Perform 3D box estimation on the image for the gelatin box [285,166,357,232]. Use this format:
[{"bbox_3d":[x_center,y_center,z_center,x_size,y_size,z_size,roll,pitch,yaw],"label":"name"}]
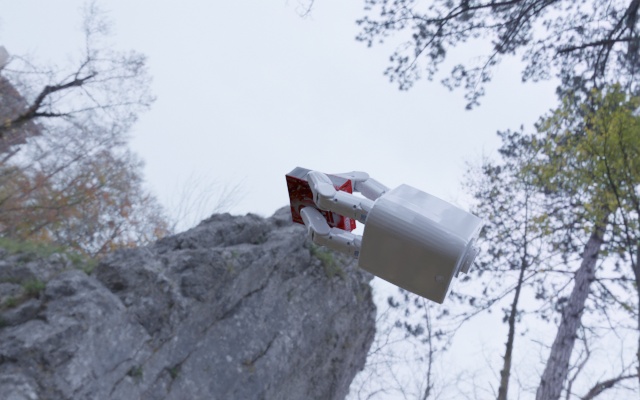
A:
[{"bbox_3d":[0.000,0.002,0.608,0.089,0.073,0.030,17,39,34],"label":"gelatin box"}]
